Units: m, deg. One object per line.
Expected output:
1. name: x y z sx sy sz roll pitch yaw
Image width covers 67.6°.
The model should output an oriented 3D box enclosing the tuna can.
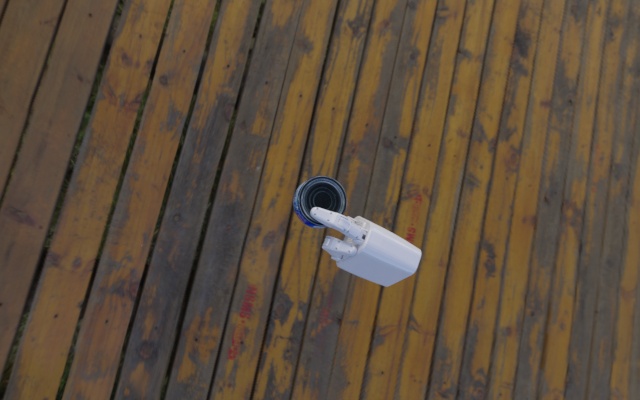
1. tuna can: 0.000 0.002 0.788 0.086 0.086 0.034 0 -7 -15
